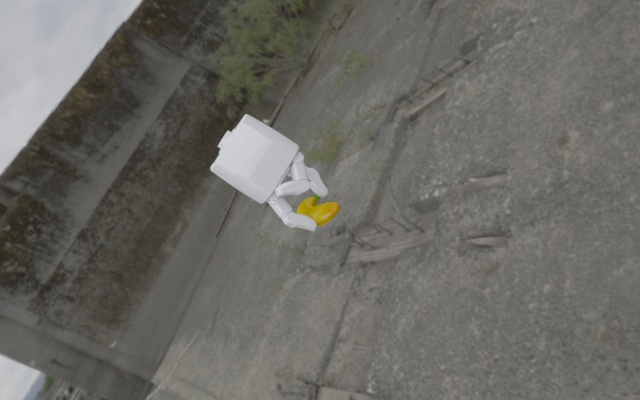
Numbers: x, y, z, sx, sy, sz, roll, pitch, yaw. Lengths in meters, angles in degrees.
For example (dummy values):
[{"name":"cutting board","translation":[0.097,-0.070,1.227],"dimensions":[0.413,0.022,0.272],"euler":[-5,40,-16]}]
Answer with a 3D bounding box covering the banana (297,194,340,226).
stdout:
[{"name":"banana","translation":[-0.011,0.018,0.889],"dimensions":[0.037,0.069,0.197],"euler":[34,1,-14]}]
